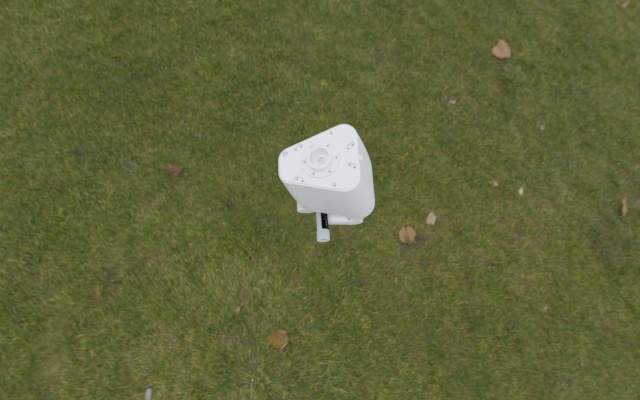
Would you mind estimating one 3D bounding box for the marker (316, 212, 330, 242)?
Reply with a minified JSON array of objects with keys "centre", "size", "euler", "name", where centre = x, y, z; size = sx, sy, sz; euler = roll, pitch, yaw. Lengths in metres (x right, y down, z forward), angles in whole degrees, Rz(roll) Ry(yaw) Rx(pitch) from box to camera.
[{"centre":[0.000,0.002,0.724],"size":[0.020,0.121,0.020],"euler":[-4,-19,-1],"name":"marker"}]
